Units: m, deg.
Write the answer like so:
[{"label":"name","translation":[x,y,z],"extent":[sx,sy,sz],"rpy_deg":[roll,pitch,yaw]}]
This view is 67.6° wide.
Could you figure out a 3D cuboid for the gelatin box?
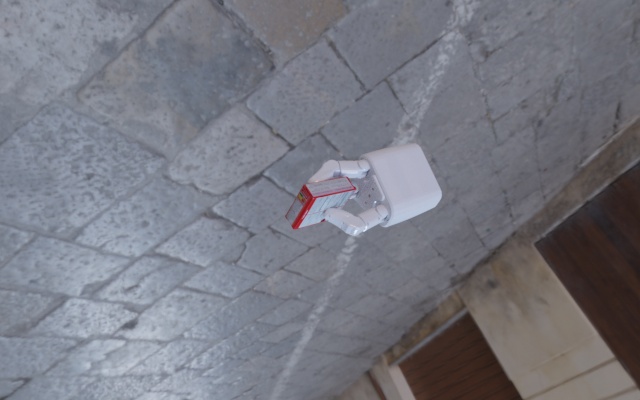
[{"label":"gelatin box","translation":[0.000,0.003,0.709],"extent":[0.089,0.030,0.073],"rpy_deg":[-14,-31,-40]}]
